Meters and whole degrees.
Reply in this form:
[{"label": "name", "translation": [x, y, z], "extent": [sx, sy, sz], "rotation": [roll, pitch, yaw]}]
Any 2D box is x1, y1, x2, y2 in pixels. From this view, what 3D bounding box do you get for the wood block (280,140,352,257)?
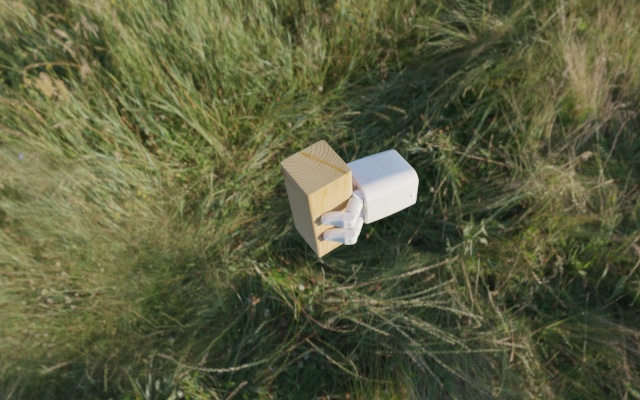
[{"label": "wood block", "translation": [0.000, 0.002, 0.874], "extent": [0.090, 0.090, 0.206], "rotation": [-30, -33, -15]}]
